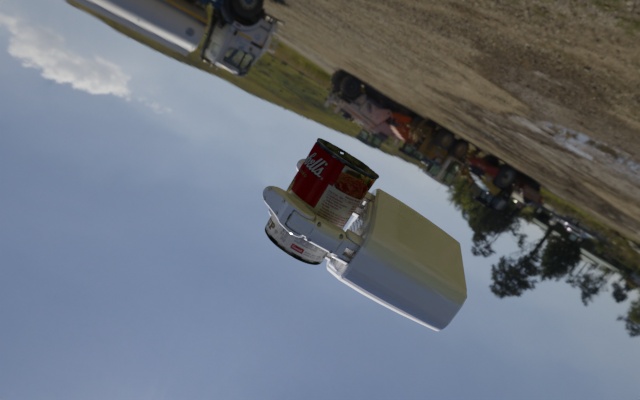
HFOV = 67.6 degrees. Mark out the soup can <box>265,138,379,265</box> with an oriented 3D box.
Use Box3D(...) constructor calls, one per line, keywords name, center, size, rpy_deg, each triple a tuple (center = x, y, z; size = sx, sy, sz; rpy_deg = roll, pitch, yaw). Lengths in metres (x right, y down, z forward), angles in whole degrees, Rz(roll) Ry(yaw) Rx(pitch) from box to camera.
Box3D(name="soup can", center=(-0.001, 0.002, 0.455), size=(0.068, 0.102, 0.068), rpy_deg=(31, 12, -7))
